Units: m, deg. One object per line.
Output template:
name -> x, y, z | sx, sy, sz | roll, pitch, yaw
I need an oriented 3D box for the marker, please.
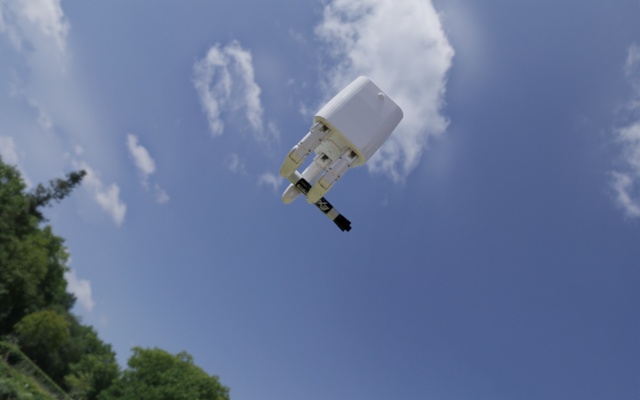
marker -> 0.000, 0.002, 0.710 | 0.121, 0.020, 0.020 | 43, 0, 0
